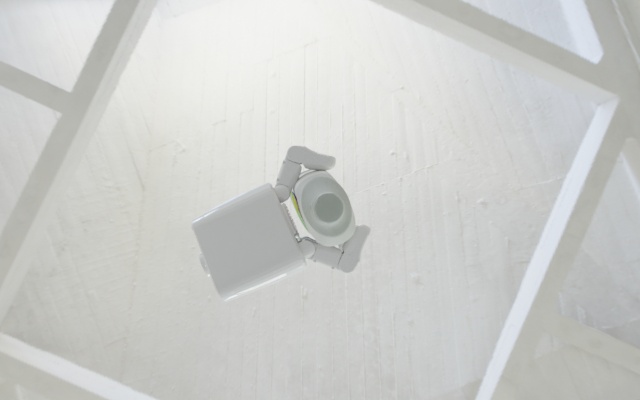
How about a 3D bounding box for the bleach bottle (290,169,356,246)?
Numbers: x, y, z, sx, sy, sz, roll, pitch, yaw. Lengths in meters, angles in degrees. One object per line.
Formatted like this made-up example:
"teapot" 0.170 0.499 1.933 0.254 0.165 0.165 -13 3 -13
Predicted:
"bleach bottle" 0.000 0.002 0.583 0.068 0.102 0.251 -24 0 -2
